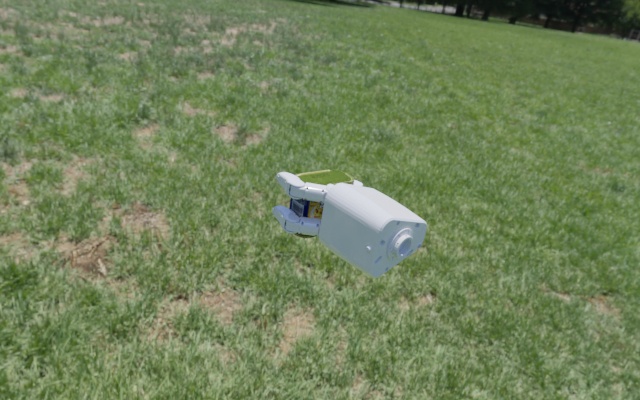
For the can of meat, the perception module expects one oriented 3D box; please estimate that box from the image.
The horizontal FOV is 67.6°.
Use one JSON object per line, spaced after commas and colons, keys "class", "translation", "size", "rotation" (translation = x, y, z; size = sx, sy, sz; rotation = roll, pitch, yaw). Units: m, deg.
{"class": "can of meat", "translation": [0.000, 0.002, 0.738], "size": [0.102, 0.084, 0.057], "rotation": [-11, 33, -36]}
